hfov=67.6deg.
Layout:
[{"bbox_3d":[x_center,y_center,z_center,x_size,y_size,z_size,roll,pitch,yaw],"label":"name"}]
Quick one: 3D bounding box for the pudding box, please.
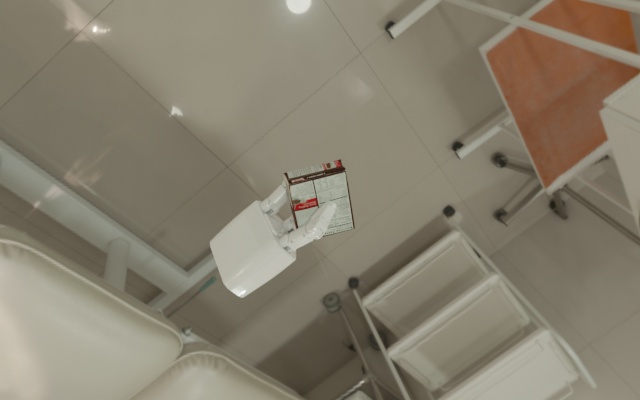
[{"bbox_3d":[0.000,0.002,0.724,0.090,0.114,0.039,-15,35,-6],"label":"pudding box"}]
